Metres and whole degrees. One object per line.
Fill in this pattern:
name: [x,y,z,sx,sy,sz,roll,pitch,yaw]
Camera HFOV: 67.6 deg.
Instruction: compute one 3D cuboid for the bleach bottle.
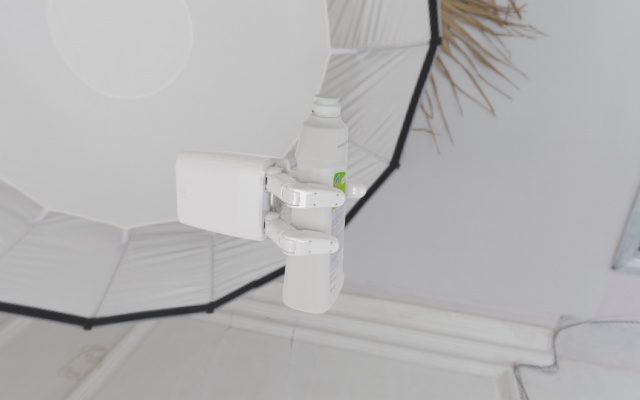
bleach bottle: [0.000,0.002,0.562,0.068,0.251,0.102,10,23,12]
